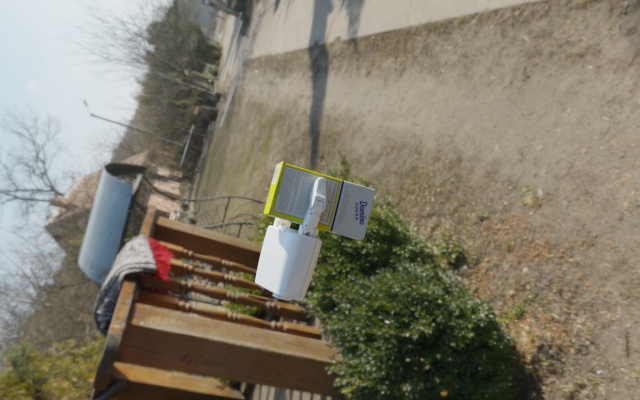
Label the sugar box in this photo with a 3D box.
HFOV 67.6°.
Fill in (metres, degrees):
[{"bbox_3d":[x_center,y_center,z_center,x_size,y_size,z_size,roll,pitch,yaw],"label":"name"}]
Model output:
[{"bbox_3d":[0.000,0.003,0.824,0.176,0.093,0.048,17,-7,-19],"label":"sugar box"}]
